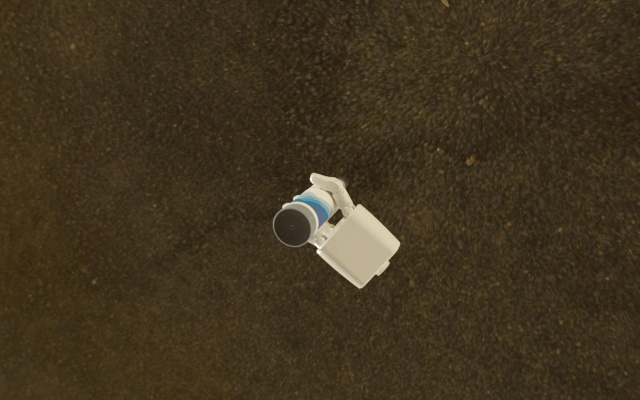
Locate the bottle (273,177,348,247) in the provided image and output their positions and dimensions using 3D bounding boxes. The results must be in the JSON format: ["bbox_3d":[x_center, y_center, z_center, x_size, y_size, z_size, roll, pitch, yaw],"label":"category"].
[{"bbox_3d":[0.000,0.003,0.894,0.069,0.069,0.295,0,16,19],"label":"bottle"}]
